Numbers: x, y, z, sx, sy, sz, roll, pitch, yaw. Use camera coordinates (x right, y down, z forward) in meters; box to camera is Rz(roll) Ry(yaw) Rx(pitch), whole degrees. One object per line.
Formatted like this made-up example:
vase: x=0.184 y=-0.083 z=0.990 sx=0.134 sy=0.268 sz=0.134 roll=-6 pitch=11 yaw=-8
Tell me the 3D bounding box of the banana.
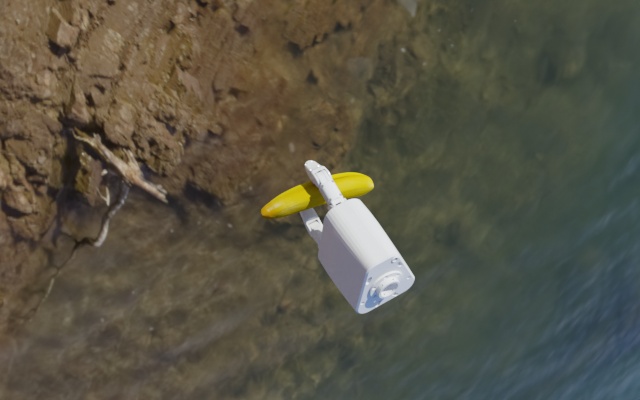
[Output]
banana: x=0.009 y=-0.009 z=0.704 sx=0.198 sy=0.037 sz=0.070 roll=-12 pitch=-29 yaw=-31
